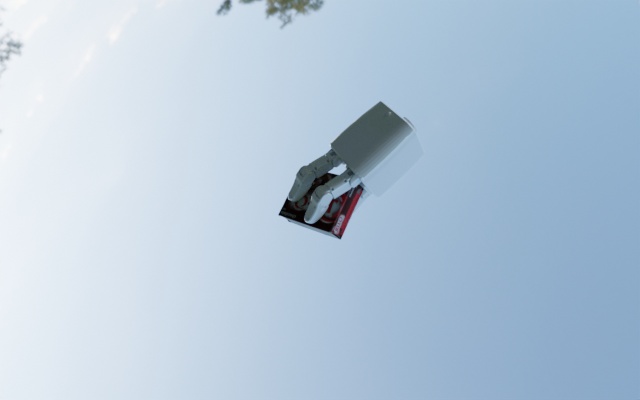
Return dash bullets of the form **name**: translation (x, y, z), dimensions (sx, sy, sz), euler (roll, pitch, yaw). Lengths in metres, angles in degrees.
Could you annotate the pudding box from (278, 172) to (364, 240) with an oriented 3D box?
- **pudding box**: translation (0.000, 0.002, 0.744), dimensions (0.113, 0.090, 0.039), euler (15, -17, 40)
